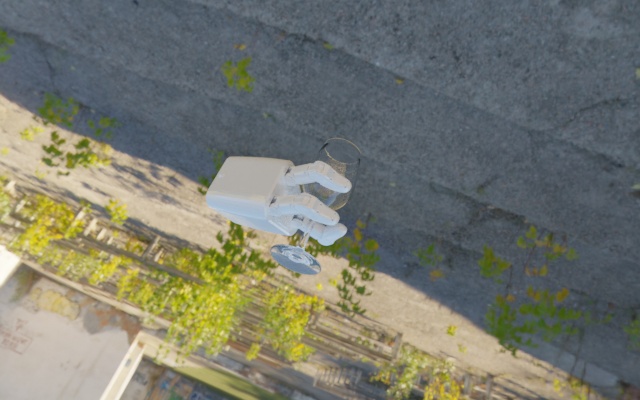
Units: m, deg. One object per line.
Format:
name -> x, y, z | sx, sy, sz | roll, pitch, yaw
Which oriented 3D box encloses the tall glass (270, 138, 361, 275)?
tall glass -> 0.000, 0.003, 0.690 | 0.079, 0.201, 0.079 | 17, -31, 11
